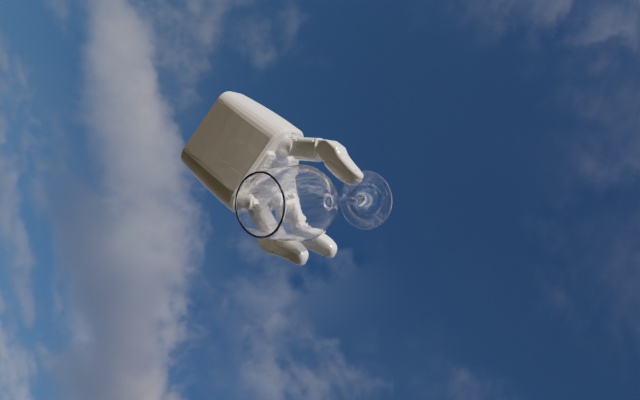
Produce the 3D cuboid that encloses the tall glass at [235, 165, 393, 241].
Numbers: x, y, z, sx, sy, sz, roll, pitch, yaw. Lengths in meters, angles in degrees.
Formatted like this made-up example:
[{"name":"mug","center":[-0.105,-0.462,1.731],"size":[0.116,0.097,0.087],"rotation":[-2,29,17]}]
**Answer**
[{"name":"tall glass","center":[0.001,0.002,0.517],"size":[0.079,0.079,0.201],"rotation":[0,1,34]}]
